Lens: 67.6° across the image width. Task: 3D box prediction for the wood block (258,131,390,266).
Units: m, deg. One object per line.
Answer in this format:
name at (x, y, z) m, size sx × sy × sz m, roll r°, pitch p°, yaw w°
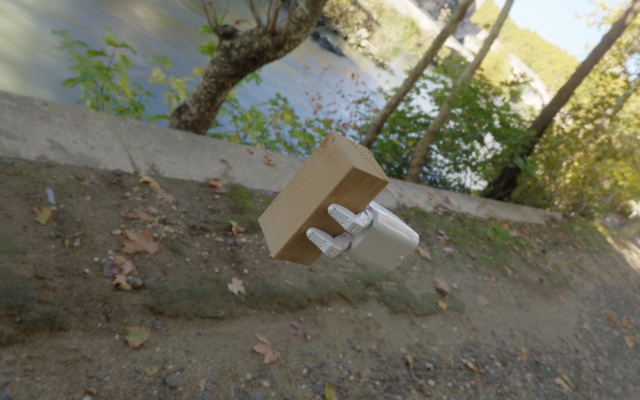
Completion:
wood block at (0.000, 0.002, 0.778) m, size 0.090 × 0.206 × 0.090 m, roll 19°, pitch 32°, yaw -41°
